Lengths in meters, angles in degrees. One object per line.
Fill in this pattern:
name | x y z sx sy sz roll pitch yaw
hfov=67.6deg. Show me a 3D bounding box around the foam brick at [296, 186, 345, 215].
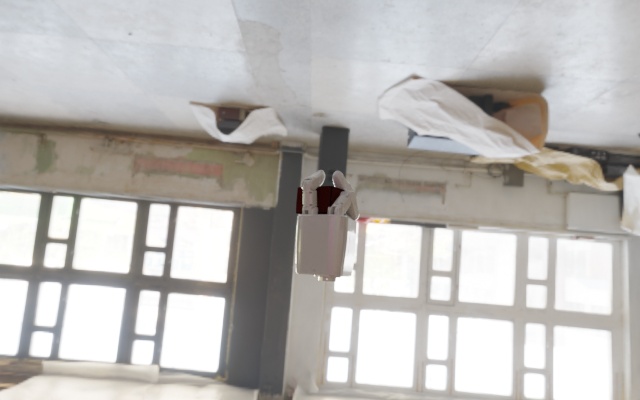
foam brick | 0.000 0.003 0.891 0.078 0.051 0.053 -1 -9 34
